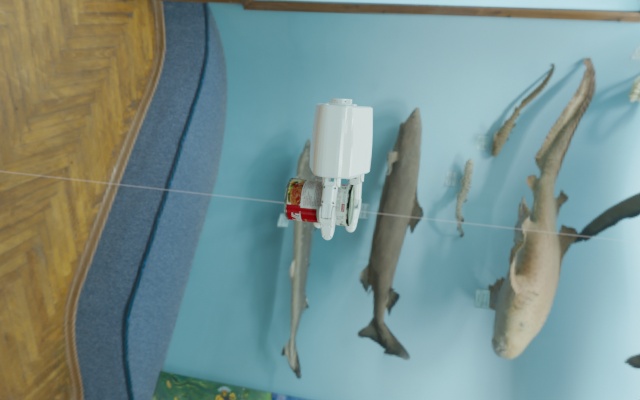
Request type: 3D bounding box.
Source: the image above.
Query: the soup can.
[{"bbox_3d":[0.000,0.003,0.759,0.102,0.068,0.068,6,1,11],"label":"soup can"}]
